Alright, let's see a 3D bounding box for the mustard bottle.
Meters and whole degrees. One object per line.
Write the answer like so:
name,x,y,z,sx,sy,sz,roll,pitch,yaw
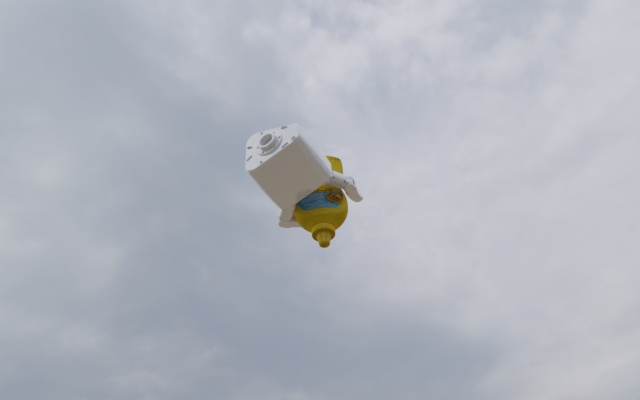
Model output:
mustard bottle,0.000,0.003,0.855,0.096,0.191,0.058,-6,-42,0
